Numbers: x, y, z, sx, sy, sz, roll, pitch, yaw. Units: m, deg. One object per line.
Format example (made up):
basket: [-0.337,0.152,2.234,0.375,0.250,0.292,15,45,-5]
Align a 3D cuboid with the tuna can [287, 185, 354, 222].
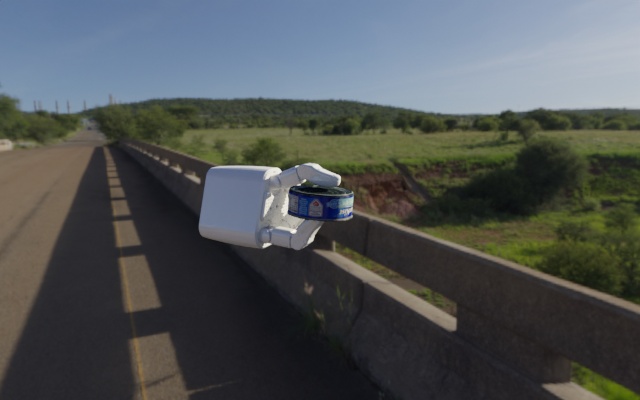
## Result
tuna can: [0.000,0.001,0.621,0.086,0.034,0.086,4,10,-1]
